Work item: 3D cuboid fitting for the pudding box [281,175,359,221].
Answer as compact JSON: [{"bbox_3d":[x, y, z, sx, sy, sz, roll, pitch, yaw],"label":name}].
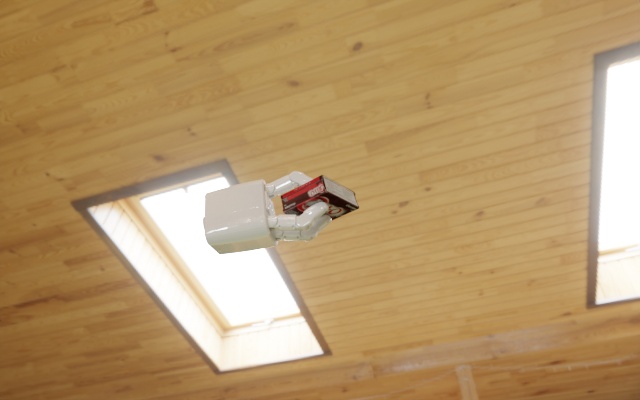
[{"bbox_3d":[0.000,0.003,0.824,0.090,0.039,0.113,-25,-25,26],"label":"pudding box"}]
